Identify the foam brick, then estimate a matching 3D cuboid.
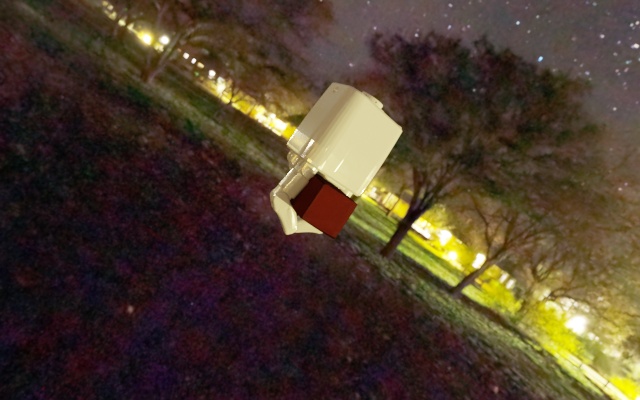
[{"bbox_3d":[0.000,0.002,0.587,0.053,0.051,0.078,34,5,-24],"label":"foam brick"}]
